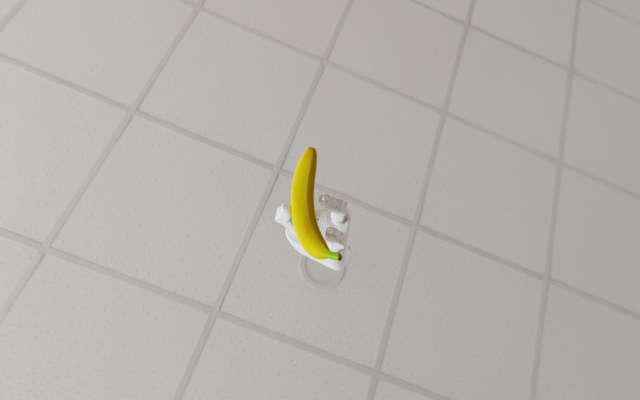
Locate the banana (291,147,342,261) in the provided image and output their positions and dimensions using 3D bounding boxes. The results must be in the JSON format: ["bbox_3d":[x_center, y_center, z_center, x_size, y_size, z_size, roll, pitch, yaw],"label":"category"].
[{"bbox_3d":[-0.015,0.012,0.746,0.069,0.197,0.037,-23,-25,20],"label":"banana"}]
